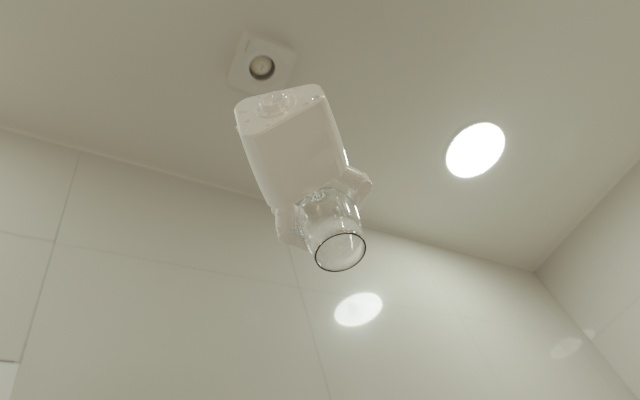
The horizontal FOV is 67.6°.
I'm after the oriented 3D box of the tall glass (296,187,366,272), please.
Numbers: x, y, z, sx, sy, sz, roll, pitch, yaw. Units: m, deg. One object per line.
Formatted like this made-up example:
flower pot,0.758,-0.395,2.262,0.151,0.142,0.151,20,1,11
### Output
tall glass,0.000,0.002,0.627,0.079,0.079,0.201,0,37,-17
